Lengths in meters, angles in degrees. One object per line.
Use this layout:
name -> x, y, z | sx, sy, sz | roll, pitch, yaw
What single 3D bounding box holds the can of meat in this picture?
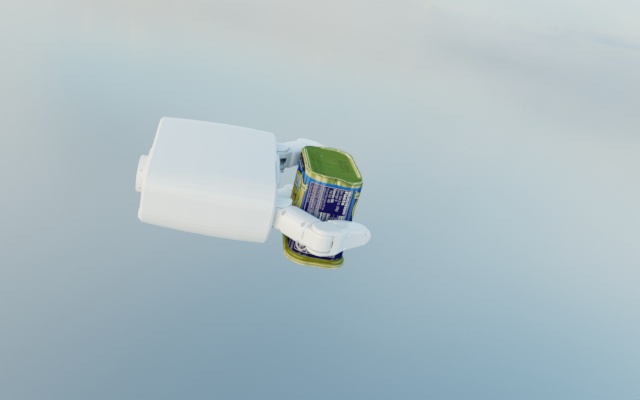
can of meat -> 0.000, 0.001, 0.452 | 0.057, 0.084, 0.102 | 10, 21, -11
